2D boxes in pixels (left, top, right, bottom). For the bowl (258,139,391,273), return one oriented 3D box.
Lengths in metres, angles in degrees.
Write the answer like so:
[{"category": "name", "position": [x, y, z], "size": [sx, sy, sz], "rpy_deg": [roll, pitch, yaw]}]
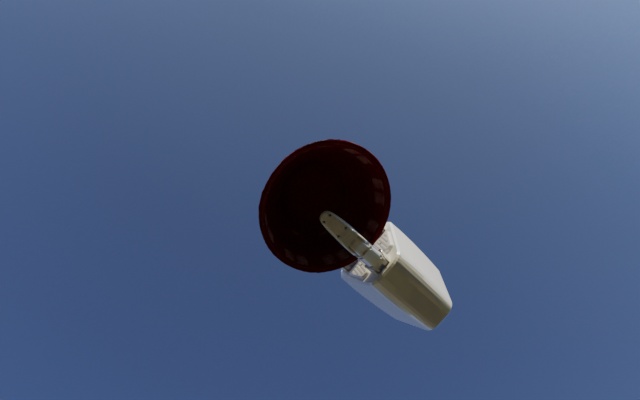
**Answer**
[{"category": "bowl", "position": [-0.001, 0.001, 0.568], "size": [0.162, 0.162, 0.055], "rpy_deg": [0, 19, -21]}]
